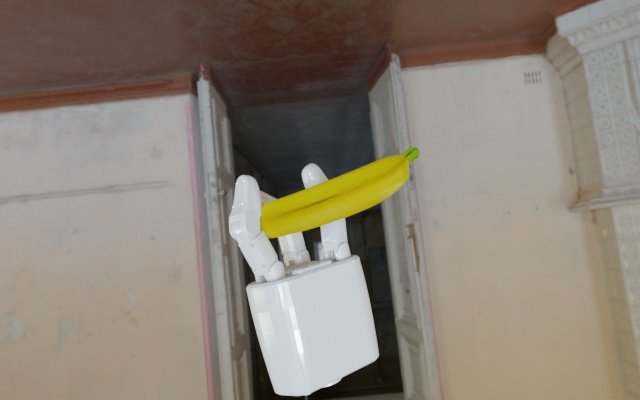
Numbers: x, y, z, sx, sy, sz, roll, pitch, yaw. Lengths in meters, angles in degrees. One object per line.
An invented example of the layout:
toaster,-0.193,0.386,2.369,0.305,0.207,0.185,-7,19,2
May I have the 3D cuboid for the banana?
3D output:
banana,-0.001,0.003,0.440,0.198,0.037,0.069,-20,3,14
